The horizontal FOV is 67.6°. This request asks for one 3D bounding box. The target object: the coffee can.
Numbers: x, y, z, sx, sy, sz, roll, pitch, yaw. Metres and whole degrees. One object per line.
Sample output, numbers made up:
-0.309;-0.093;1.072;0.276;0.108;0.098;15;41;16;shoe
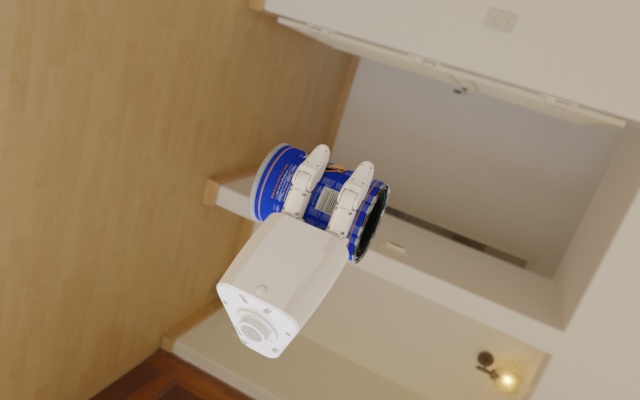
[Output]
0.000;0.002;0.579;0.140;0.103;0.103;22;6;16;coffee can
